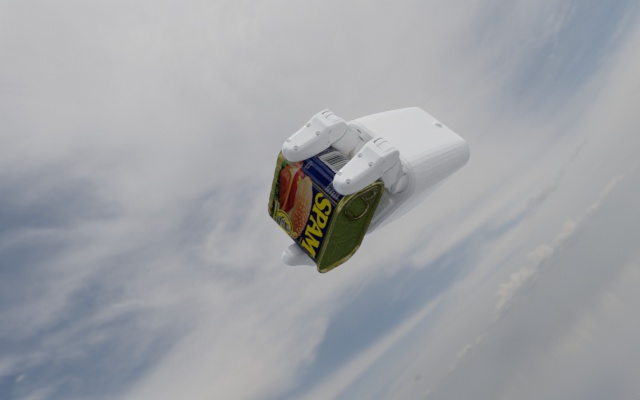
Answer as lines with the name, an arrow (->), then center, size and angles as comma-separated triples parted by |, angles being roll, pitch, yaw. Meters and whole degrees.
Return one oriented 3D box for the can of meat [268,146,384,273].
can of meat -> 0.000, 0.001, 0.441 | 0.057, 0.102, 0.084 | -24, 55, -38
